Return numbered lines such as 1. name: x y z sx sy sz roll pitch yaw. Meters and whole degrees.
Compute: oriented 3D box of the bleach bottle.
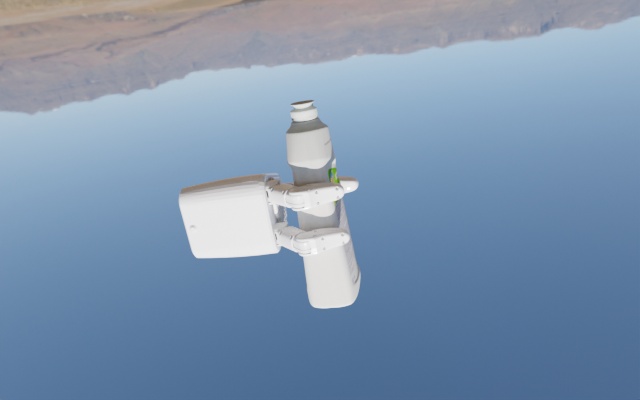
1. bleach bottle: 0.000 0.002 0.593 0.068 0.251 0.102 -6 19 9
